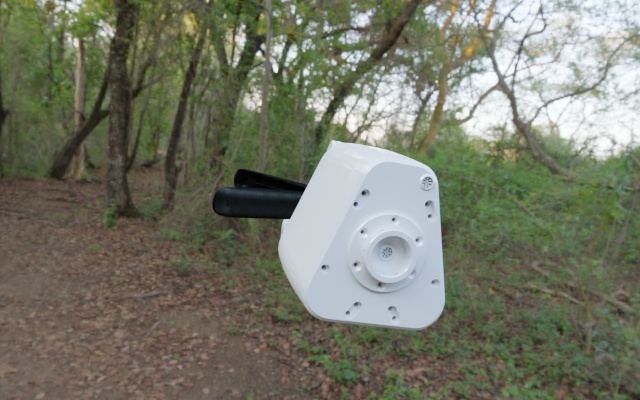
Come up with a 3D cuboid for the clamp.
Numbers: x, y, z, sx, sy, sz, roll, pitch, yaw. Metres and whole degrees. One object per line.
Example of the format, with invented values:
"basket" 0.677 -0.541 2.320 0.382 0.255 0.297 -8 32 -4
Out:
"clamp" 0.001 0.001 0.484 0.210 0.036 0.164 9 10 -12
